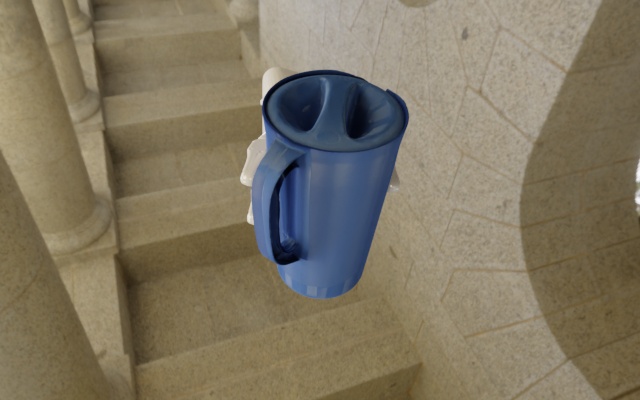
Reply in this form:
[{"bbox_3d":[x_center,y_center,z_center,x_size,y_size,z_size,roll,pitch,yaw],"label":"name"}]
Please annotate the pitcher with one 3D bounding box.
[{"bbox_3d":[0.000,0.002,0.506,0.149,0.243,0.145,-5,45,-10],"label":"pitcher"}]
